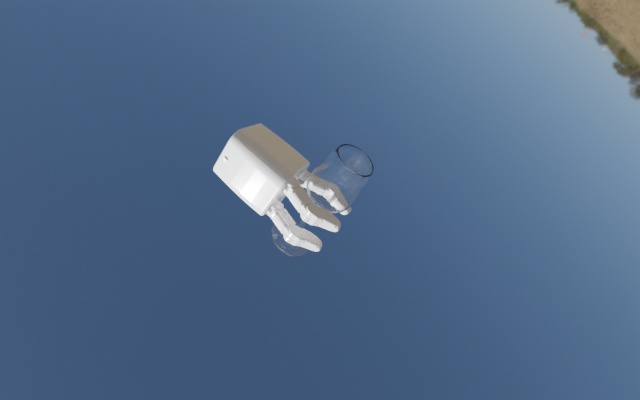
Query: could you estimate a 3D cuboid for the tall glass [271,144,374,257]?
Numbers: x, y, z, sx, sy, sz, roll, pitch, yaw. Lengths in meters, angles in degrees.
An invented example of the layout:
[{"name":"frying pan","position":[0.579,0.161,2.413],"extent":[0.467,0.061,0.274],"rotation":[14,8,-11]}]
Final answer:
[{"name":"tall glass","position":[0.000,0.003,0.737],"extent":[0.079,0.079,0.201],"rotation":[0,-37,-39]}]
